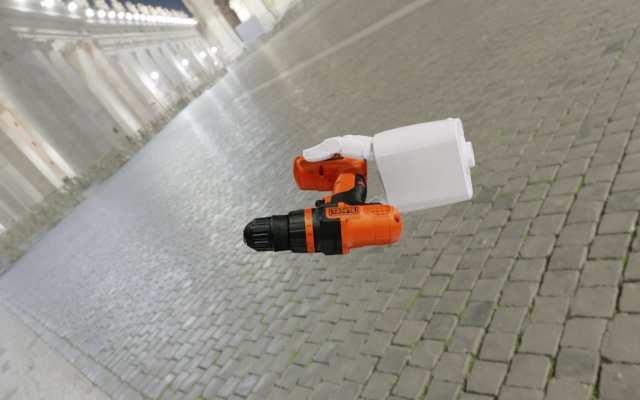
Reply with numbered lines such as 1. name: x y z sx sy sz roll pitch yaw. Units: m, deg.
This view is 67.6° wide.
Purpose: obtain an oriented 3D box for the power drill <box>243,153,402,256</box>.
1. power drill: 0.000 0.002 0.615 0.184 0.057 0.187 -3 31 0
